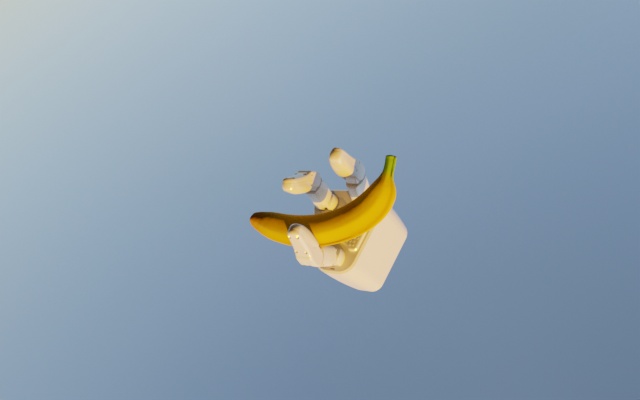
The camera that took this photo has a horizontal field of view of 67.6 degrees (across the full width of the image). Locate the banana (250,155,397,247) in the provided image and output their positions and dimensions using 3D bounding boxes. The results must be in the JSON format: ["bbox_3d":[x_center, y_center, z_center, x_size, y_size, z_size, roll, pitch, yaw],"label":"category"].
[{"bbox_3d":[0.007,0.018,0.539,0.198,0.069,0.037,-22,-22,24],"label":"banana"}]
